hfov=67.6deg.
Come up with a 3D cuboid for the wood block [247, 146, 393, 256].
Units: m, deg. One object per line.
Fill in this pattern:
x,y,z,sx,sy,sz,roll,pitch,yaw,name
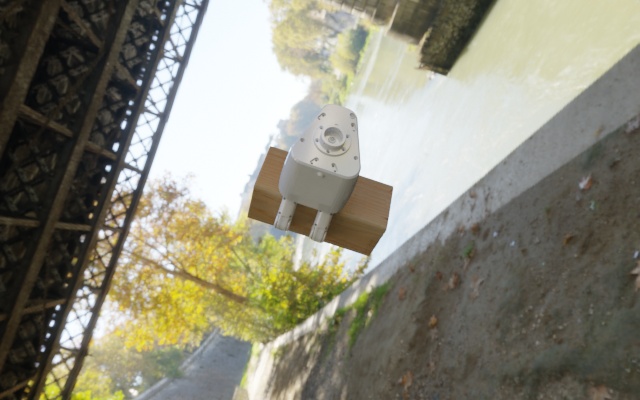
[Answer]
0.000,0.002,0.760,0.206,0.090,0.090,18,-38,-3,wood block
